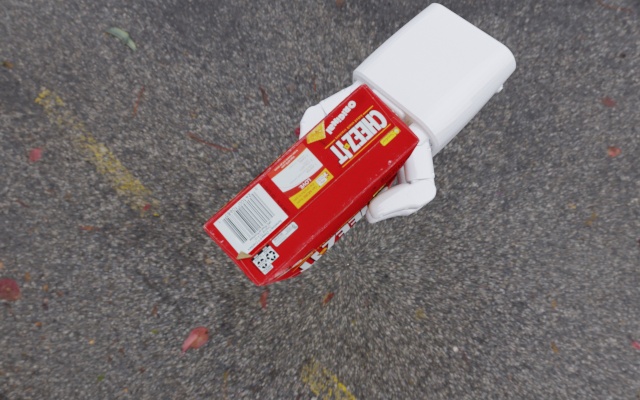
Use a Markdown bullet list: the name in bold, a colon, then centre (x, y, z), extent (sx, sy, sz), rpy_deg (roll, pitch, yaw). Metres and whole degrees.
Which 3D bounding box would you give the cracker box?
- **cracker box**: centre (0.000, 0.001, 0.452), extent (0.164, 0.072, 0.214), rpy_deg (-42, -8, -3)
